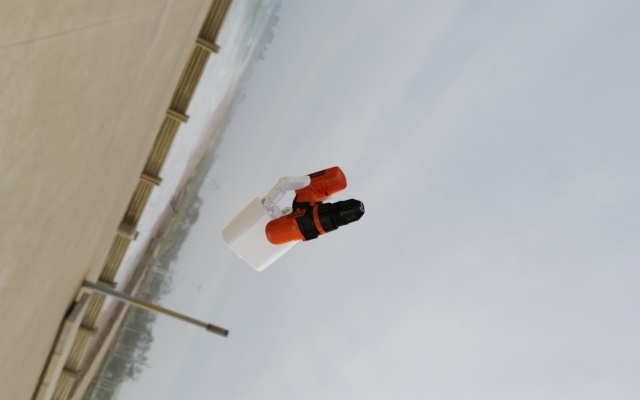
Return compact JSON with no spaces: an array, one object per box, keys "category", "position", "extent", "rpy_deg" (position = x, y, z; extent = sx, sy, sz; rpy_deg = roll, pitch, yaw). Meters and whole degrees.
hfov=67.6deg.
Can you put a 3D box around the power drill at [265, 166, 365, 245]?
[{"category":"power drill","position":[0.000,0.003,0.882],"extent":[0.184,0.057,0.187],"rpy_deg":[-15,23,18]}]
